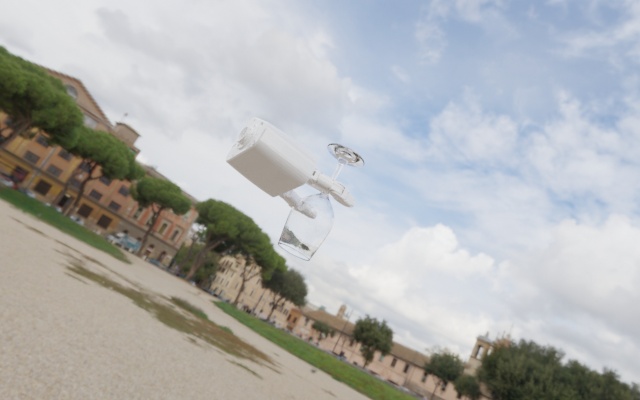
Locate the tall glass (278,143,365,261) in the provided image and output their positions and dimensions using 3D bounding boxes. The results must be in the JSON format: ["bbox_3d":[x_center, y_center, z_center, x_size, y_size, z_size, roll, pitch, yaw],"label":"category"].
[{"bbox_3d":[0.001,0.002,0.830,0.079,0.201,0.079,26,-16,8],"label":"tall glass"}]
